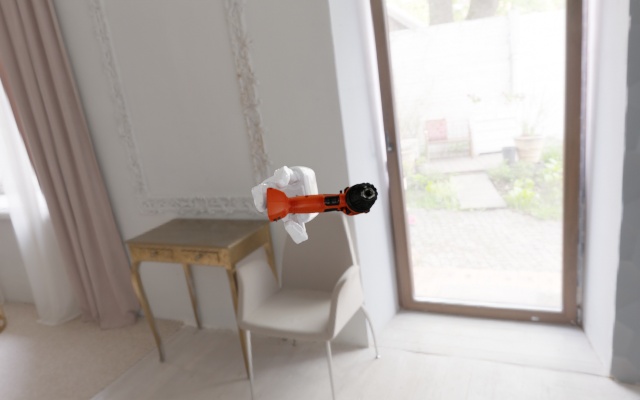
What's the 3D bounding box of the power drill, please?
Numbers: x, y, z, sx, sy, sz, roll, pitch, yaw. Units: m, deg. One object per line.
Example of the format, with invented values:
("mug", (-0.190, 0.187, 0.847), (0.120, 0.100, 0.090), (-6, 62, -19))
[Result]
("power drill", (0.000, 0.003, 0.840), (0.187, 0.057, 0.184), (-1, -8, -5))
